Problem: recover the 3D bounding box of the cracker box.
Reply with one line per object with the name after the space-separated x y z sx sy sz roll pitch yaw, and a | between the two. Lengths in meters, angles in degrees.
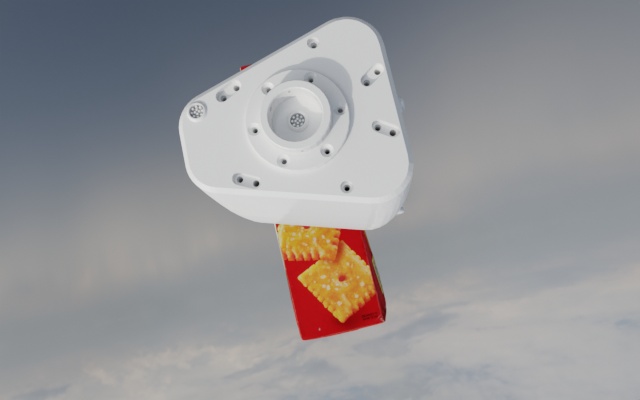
0.000 0.002 0.430 0.072 0.213 0.164 -13 -8 3 | cracker box
